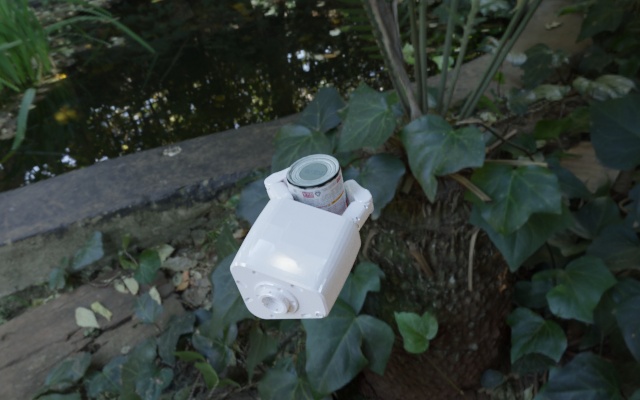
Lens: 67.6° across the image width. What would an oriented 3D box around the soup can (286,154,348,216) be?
[{"bbox_3d":[0.000,0.001,0.601,0.068,0.102,0.068,-9,38,7],"label":"soup can"}]
